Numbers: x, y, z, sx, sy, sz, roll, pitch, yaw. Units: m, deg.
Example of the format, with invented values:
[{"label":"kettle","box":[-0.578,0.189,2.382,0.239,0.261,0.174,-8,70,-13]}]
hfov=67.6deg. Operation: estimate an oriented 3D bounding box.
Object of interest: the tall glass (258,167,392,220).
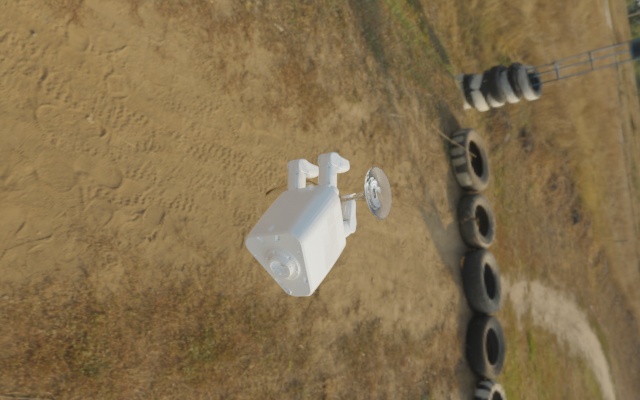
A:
[{"label":"tall glass","box":[0.001,0.002,0.718,0.201,0.079,0.079,-9,-5,34]}]
